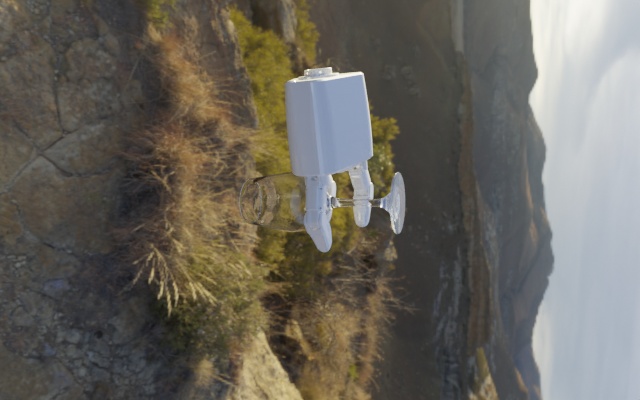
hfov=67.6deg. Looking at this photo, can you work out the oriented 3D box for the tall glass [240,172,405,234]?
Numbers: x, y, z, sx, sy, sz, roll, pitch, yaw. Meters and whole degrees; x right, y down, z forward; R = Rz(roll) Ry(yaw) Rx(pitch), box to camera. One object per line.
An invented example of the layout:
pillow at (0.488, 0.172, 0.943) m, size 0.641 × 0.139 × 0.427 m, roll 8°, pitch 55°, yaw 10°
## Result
tall glass at (0.001, 0.002, 0.602) m, size 0.201 × 0.079 × 0.079 m, roll 0°, pitch 0°, yaw 21°
